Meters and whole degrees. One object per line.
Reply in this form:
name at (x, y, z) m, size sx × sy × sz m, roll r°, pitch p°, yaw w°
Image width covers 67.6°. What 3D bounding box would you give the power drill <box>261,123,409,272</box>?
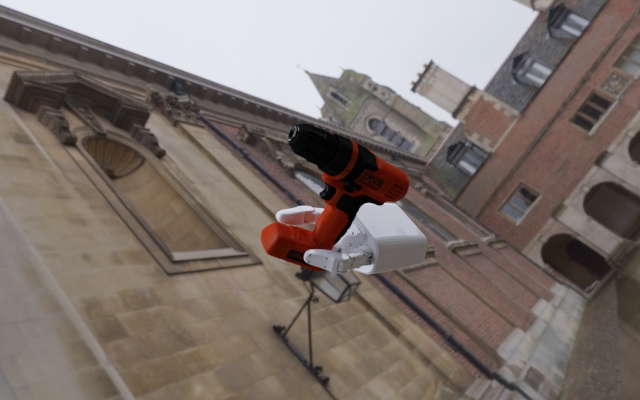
power drill at (0.000, 0.002, 0.629) m, size 0.184 × 0.188 × 0.057 m, roll 24°, pitch 29°, yaw -29°
